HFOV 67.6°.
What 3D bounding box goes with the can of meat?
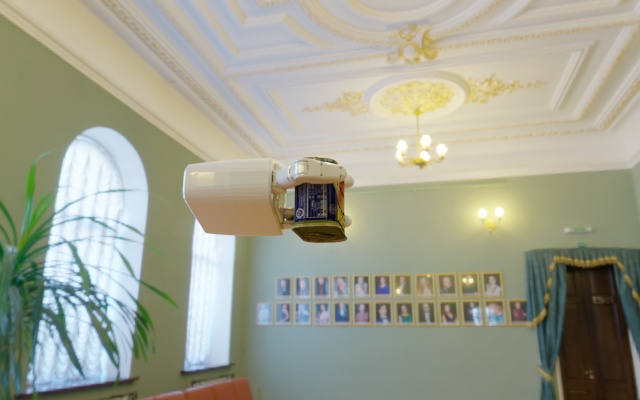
[{"bbox_3d":[0.000,0.002,0.585,0.057,0.084,0.102,-3,-16,9],"label":"can of meat"}]
